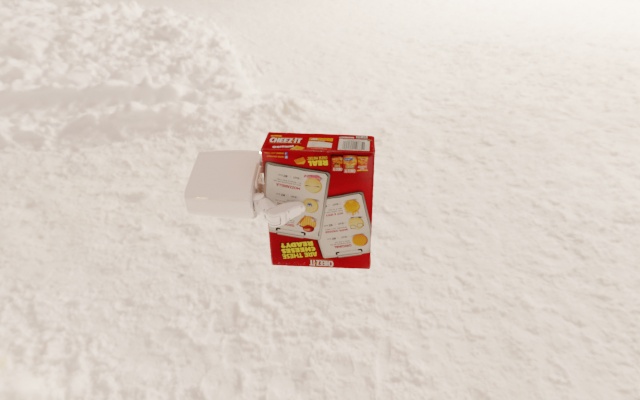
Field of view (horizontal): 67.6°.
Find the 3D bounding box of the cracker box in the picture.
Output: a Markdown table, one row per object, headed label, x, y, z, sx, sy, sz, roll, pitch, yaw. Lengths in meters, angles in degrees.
| label | x | y | z | sx | sy | sz | roll | pitch | yaw |
| --- | --- | --- | --- | --- | --- | --- | --- | --- | --- |
| cracker box | 0.000 | 0.002 | 0.748 | 0.164 | 0.214 | 0.072 | 2 | 33 | 5 |
